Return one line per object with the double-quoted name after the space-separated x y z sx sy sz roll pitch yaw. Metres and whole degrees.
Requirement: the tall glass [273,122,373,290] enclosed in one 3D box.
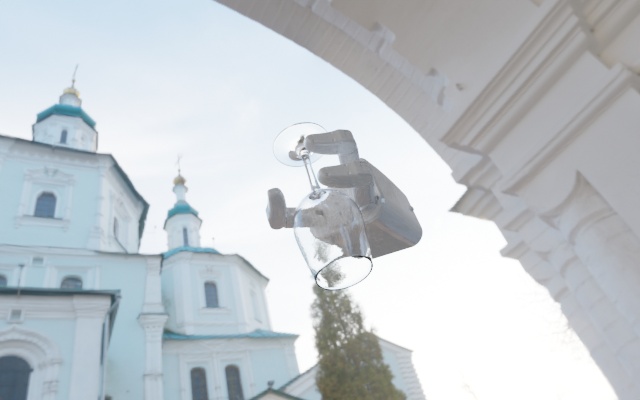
0.000 0.001 0.547 0.079 0.201 0.079 -11 -40 -9 "tall glass"
